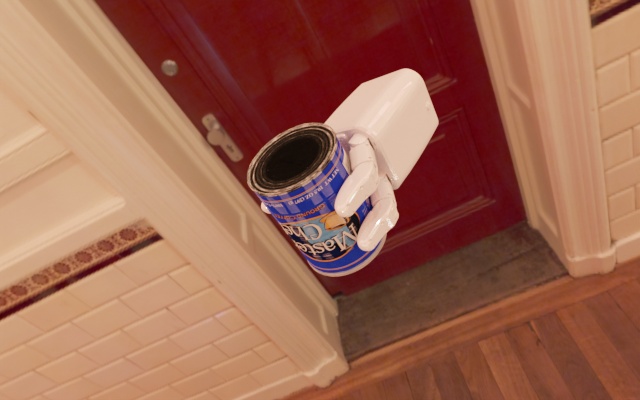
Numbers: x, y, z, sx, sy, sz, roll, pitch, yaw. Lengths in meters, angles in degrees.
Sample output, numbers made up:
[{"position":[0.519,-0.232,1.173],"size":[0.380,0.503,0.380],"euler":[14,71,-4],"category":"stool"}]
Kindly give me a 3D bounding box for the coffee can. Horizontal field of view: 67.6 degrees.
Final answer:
[{"position":[0.000,0.002,0.521],"size":[0.103,0.102,0.140],"euler":[0,-41,35],"category":"coffee can"}]
